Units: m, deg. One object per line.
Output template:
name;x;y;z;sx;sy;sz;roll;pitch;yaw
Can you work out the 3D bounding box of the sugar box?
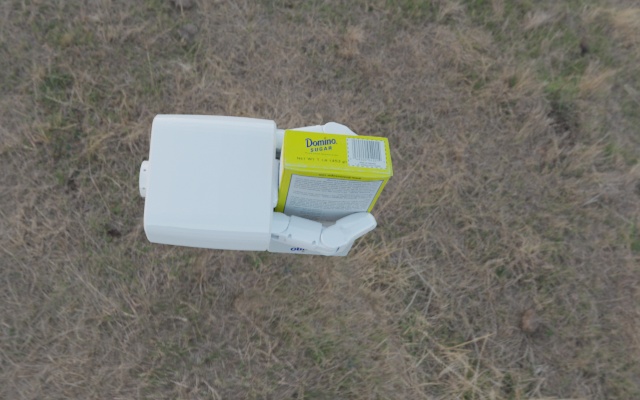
sugar box;0.000;0.001;0.471;0.093;0.048;0.176;4;-27;-10
